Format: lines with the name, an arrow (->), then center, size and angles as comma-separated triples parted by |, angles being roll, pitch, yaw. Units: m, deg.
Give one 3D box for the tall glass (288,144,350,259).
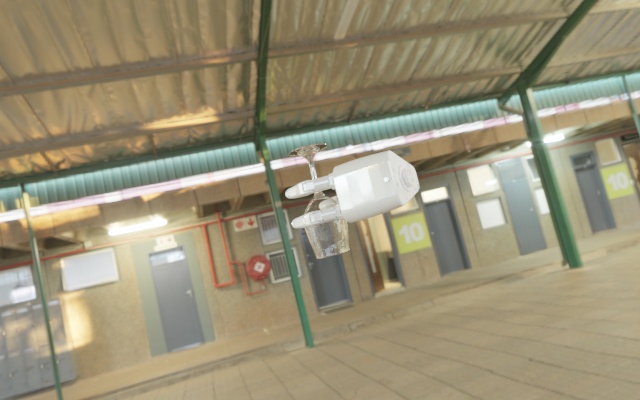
tall glass -> 0.000, 0.002, 0.870 | 0.079, 0.201, 0.079 | -13, -6, -1
